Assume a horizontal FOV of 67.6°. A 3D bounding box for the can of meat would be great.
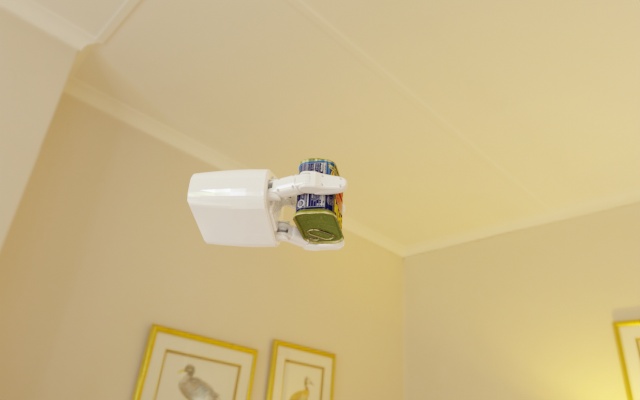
[{"bbox_3d":[0.000,0.002,0.653,0.057,0.084,0.102,-3,-28,10],"label":"can of meat"}]
